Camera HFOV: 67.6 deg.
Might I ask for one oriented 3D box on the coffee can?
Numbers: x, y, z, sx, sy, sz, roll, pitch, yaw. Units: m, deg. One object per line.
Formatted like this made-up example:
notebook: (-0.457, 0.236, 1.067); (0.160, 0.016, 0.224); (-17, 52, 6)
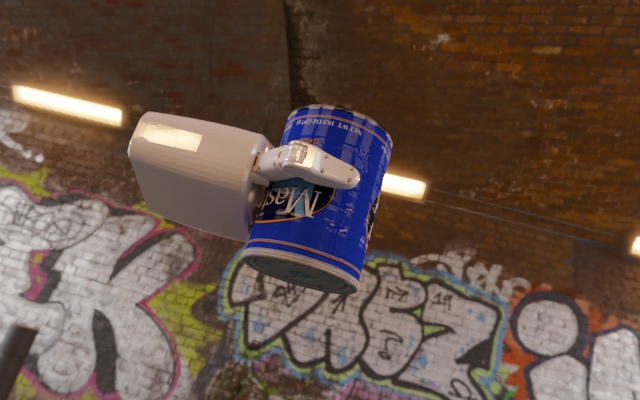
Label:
coffee can: (0.000, 0.002, 0.428); (0.103, 0.140, 0.103); (14, -19, 5)
